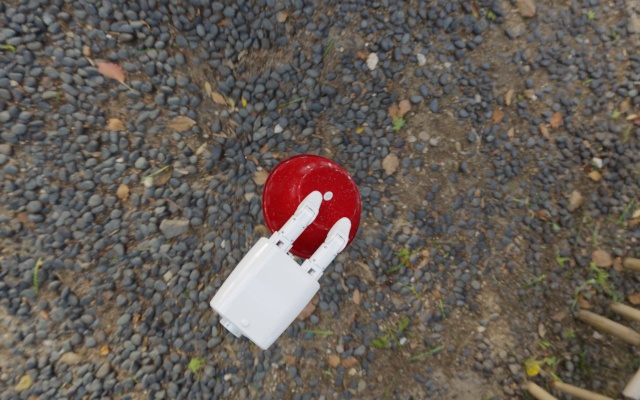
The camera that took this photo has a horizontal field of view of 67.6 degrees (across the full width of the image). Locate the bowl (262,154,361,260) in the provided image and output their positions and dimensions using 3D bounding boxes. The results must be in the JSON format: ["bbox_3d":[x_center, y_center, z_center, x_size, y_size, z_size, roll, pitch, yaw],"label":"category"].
[{"bbox_3d":[0.001,0.001,0.686,0.162,0.162,0.055,0,-13,-26],"label":"bowl"}]
